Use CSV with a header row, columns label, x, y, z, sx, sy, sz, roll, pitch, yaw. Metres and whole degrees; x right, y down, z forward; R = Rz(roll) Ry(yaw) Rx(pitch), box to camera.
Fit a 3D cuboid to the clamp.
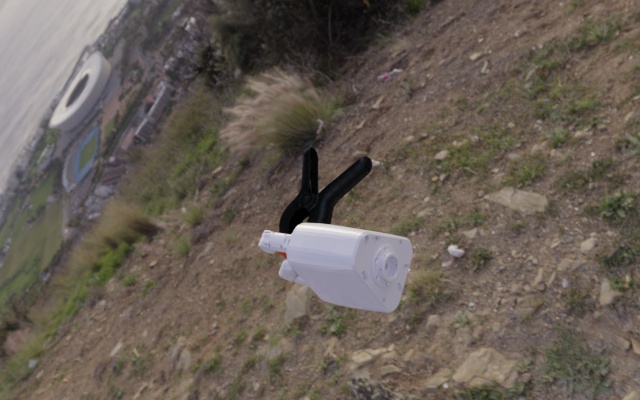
label,x,y,z,sx,sy,sz,roll,pitch,yaw
clamp,0.000,0.002,0.648,0.120,0.171,0.039,1,-24,45
